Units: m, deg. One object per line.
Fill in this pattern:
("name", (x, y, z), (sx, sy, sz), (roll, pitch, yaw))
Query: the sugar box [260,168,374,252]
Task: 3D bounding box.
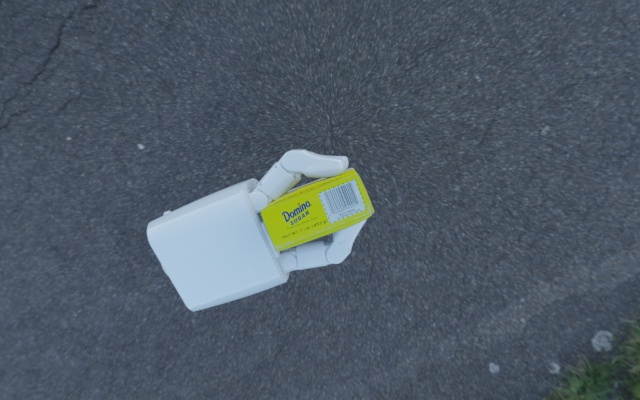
("sugar box", (0.000, 0.001, 0.492), (0.093, 0.048, 0.176), (-20, 7, 3))
